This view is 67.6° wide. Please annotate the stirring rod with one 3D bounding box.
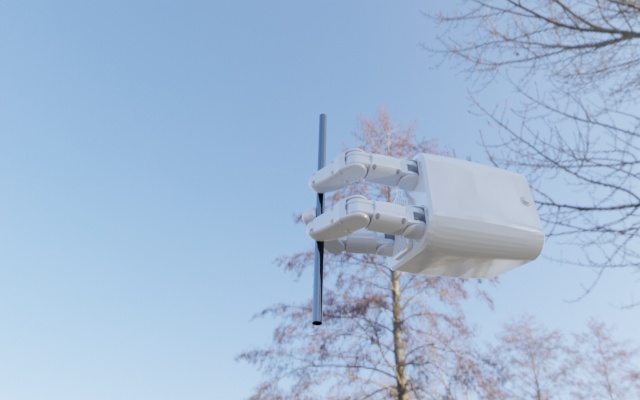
[{"bbox_3d":[0.000,0.002,0.443,0.011,0.239,0.011,1,-39,1],"label":"stirring rod"}]
